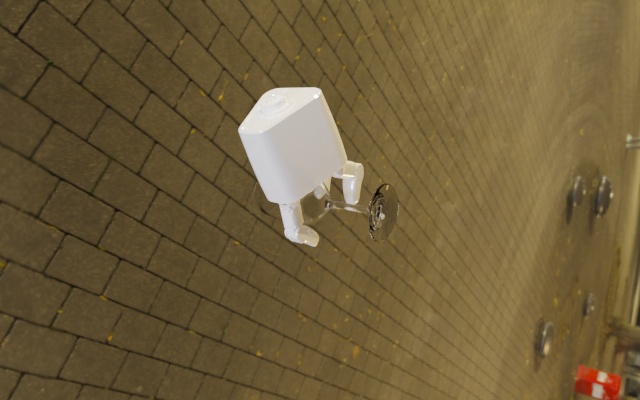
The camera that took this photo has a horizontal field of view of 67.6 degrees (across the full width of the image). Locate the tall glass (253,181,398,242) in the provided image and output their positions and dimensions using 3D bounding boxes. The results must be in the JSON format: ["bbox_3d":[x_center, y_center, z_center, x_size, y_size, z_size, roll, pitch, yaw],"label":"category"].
[{"bbox_3d":[0.001,0.002,0.654,0.201,0.079,0.079,9,5,36],"label":"tall glass"}]
